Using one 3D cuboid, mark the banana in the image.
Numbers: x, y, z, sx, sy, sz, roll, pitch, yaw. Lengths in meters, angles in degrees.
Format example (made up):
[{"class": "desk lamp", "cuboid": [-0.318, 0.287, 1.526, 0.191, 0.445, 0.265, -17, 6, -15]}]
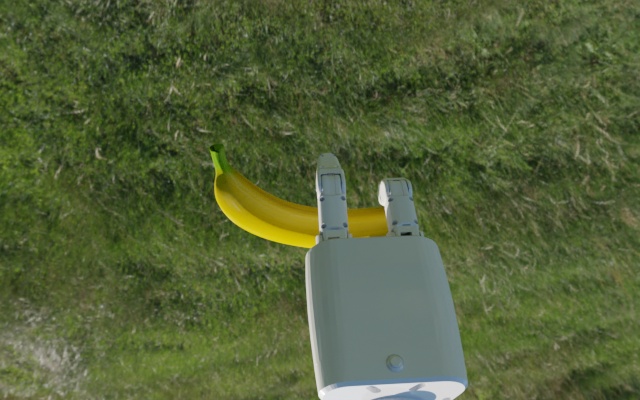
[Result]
[{"class": "banana", "cuboid": [-0.011, 0.013, 0.425, 0.198, 0.037, 0.070, 17, -50, -18]}]
